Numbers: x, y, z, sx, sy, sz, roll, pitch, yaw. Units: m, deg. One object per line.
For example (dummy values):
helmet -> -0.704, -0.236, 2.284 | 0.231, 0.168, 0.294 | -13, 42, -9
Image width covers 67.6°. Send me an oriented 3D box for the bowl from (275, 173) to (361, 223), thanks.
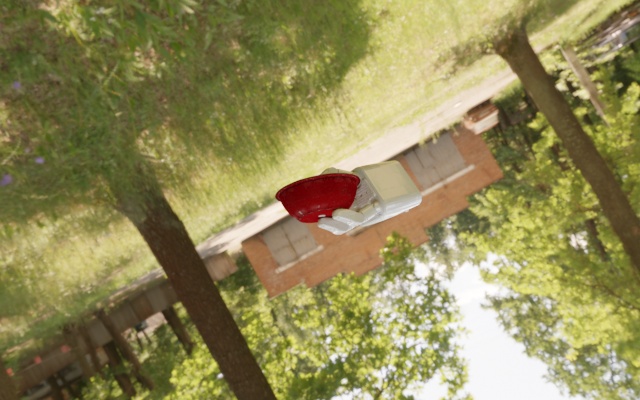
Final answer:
bowl -> -0.001, 0.003, 0.880 | 0.162, 0.055, 0.162 | -10, -15, -3
